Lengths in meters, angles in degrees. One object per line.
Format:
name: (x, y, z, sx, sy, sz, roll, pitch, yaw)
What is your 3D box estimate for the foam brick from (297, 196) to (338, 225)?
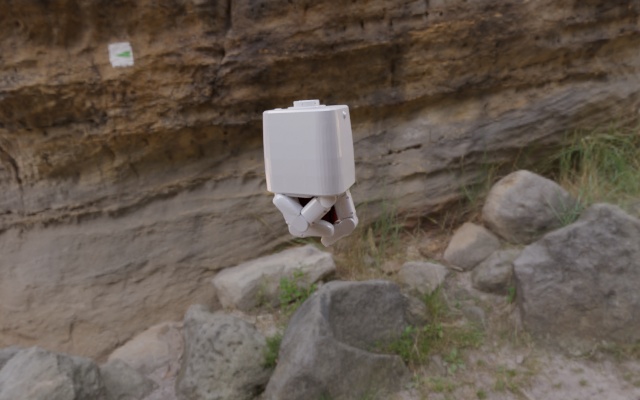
foam brick: (0.000, 0.002, 0.686, 0.053, 0.051, 0.078, -2, 13, 16)
